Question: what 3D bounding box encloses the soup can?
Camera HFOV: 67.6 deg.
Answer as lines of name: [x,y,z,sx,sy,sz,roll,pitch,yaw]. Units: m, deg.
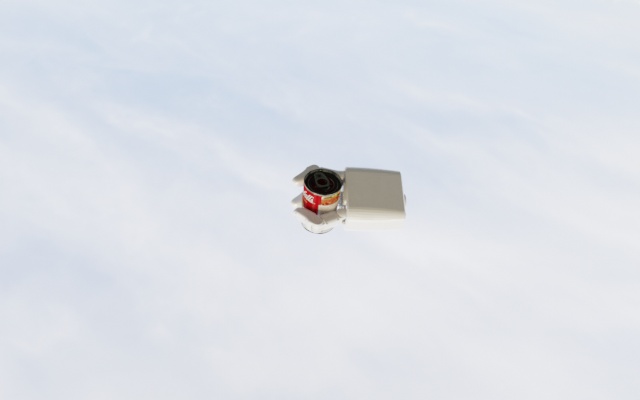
soup can: [0.000,0.003,0.858,0.068,0.068,0.102,4,-45,-4]
